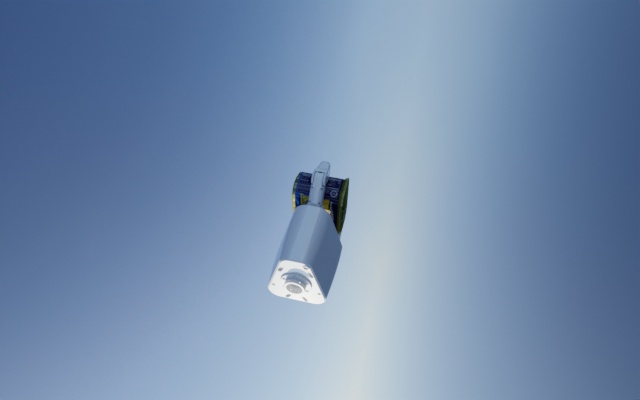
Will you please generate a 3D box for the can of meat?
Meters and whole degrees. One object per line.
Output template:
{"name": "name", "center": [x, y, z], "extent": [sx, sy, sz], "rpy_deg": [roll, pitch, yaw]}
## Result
{"name": "can of meat", "center": [0.000, 0.002, 0.794], "extent": [0.084, 0.057, 0.102], "rpy_deg": [11, -39, 8]}
